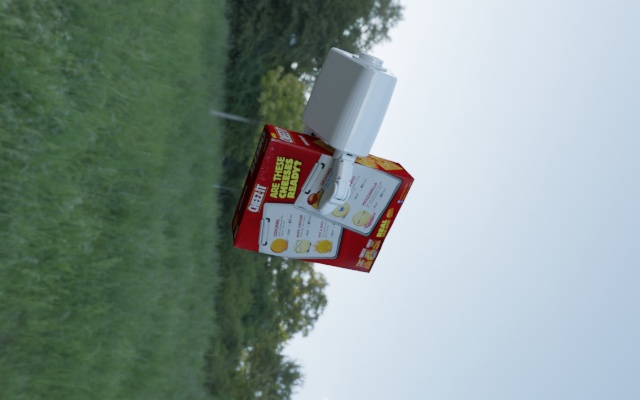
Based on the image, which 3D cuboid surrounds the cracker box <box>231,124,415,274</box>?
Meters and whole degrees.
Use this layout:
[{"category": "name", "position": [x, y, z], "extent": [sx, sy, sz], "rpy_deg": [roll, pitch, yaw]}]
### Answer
[{"category": "cracker box", "position": [0.000, 0.002, 0.674], "extent": [0.214, 0.164, 0.072], "rpy_deg": [14, 23, -21]}]
